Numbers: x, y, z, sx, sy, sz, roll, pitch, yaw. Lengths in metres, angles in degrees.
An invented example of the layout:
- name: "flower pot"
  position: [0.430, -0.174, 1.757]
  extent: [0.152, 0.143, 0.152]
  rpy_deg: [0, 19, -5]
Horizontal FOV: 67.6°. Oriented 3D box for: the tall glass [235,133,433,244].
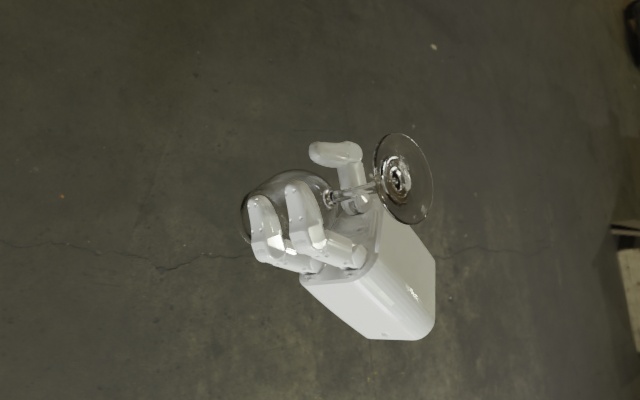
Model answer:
- name: "tall glass"
  position: [0.000, 0.001, 0.445]
  extent: [0.079, 0.079, 0.201]
  rpy_deg: [0, -11, -43]
